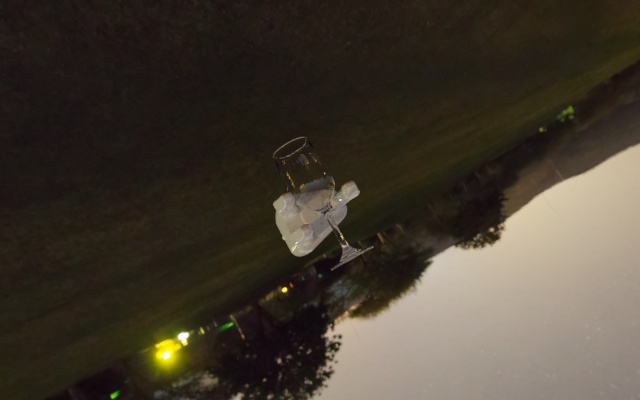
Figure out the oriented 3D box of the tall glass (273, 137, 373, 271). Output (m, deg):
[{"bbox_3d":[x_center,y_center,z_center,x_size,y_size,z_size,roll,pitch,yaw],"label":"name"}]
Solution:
[{"bbox_3d":[0.001,0.003,0.738,0.079,0.201,0.079,-28,-8,-5],"label":"tall glass"}]
